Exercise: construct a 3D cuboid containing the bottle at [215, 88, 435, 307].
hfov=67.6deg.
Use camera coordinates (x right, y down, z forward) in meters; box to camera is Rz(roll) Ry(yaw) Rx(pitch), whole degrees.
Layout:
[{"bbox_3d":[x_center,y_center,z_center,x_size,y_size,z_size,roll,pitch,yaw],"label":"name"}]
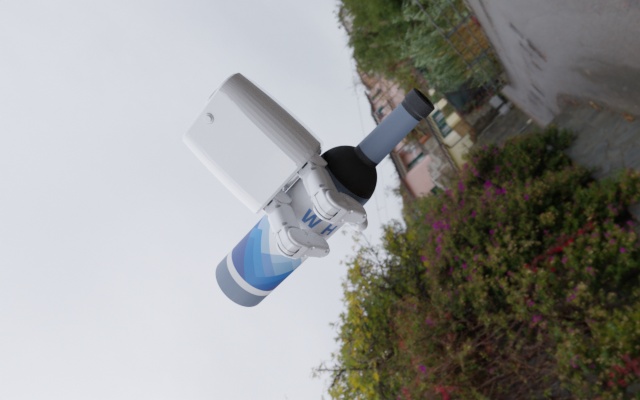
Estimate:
[{"bbox_3d":[0.000,0.002,0.494,0.296,0.069,0.069,-45,-23,25],"label":"bottle"}]
